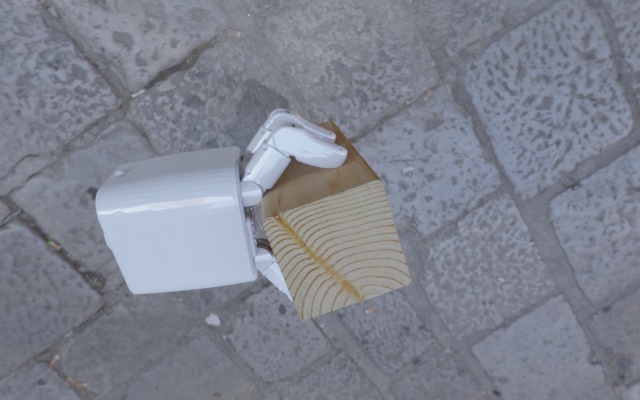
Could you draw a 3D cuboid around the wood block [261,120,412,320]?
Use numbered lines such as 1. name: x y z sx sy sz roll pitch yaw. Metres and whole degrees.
1. wood block: 0.000 0.002 0.434 0.090 0.091 0.206 -19 23 -1
